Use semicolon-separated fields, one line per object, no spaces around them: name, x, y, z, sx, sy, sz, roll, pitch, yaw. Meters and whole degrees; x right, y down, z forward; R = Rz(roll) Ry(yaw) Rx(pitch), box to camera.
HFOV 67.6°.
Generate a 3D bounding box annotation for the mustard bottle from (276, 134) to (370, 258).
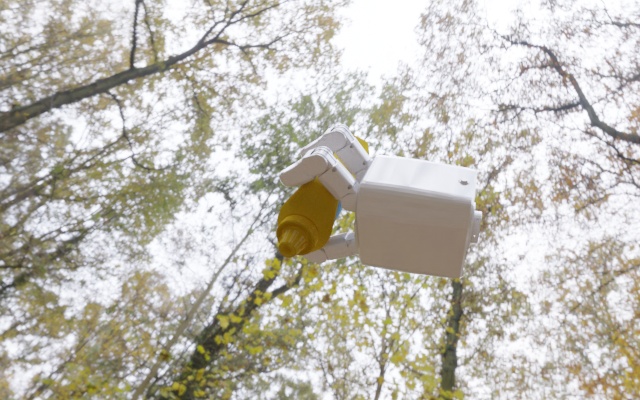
mustard bottle;0.000;0.001;0.523;0.058;0.096;0.191;29;35;3
